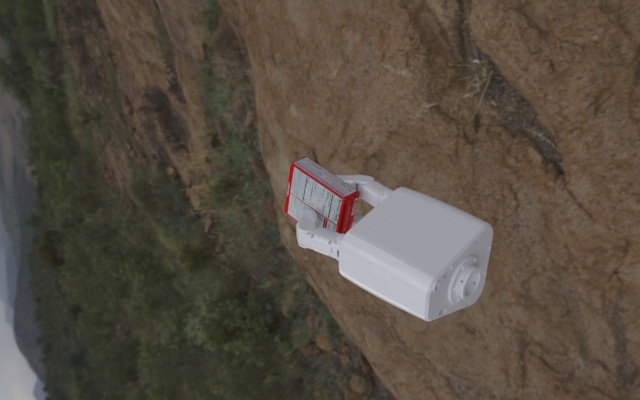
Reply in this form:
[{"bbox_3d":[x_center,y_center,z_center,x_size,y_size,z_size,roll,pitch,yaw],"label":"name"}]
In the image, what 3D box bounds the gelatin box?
[{"bbox_3d":[0.000,0.002,0.557,0.089,0.073,0.030,34,42,29],"label":"gelatin box"}]
